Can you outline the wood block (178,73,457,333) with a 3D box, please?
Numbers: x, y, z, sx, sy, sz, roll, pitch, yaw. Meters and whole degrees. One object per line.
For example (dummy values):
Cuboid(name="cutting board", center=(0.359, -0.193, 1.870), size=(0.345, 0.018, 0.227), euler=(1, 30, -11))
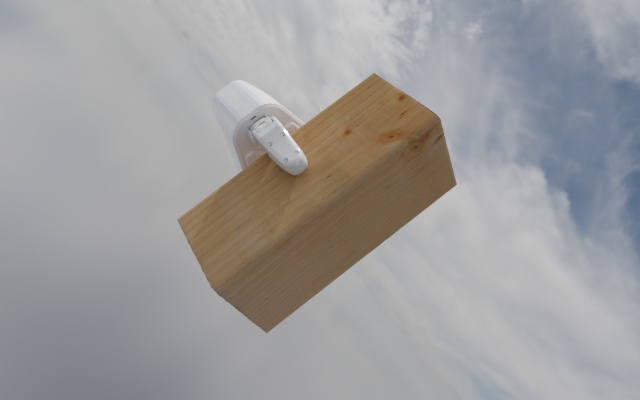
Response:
Cuboid(name="wood block", center=(0.000, 0.001, 0.402), size=(0.090, 0.206, 0.091), euler=(49, -5, 42))
